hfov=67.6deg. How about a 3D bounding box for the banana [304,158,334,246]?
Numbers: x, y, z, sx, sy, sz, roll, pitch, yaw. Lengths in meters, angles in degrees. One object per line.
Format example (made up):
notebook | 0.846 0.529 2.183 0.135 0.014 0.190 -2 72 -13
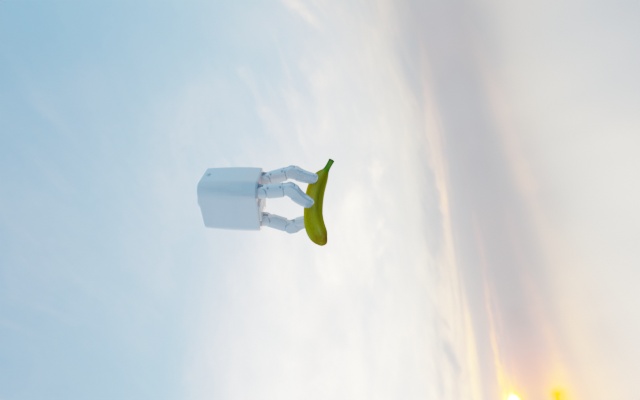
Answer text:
banana | -0.007 0.011 0.862 0.037 0.197 0.070 17 -41 -15
